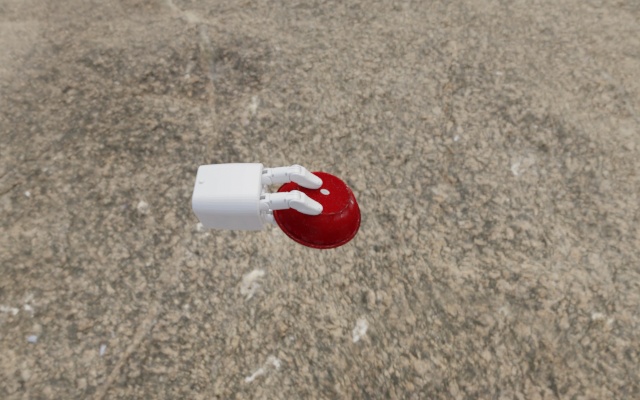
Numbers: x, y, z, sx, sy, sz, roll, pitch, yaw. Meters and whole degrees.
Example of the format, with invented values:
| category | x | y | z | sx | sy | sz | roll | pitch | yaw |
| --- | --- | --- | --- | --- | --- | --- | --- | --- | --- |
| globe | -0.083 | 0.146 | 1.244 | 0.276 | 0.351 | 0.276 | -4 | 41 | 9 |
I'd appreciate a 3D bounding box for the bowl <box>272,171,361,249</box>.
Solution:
| category | x | y | z | sx | sy | sz | roll | pitch | yaw |
| --- | --- | --- | --- | --- | --- | --- | --- | --- | --- |
| bowl | 0.001 | 0.002 | 0.827 | 0.162 | 0.162 | 0.055 | 0 | -38 | -17 |
